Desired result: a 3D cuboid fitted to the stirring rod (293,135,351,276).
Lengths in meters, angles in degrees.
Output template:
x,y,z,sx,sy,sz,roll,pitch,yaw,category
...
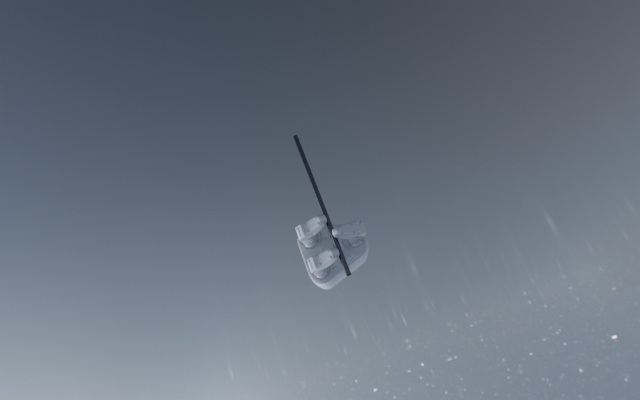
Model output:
x,y,z,sx,sy,sz,roll,pitch,yaw,category
0.000,0.002,0.731,0.011,0.239,0.011,-19,-19,-7,stirring rod
